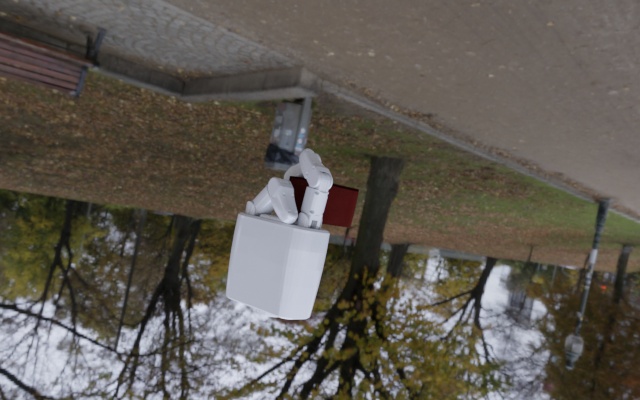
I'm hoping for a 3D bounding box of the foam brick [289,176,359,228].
[{"bbox_3d":[0.000,0.002,0.604,0.078,0.051,0.053,11,0,-41],"label":"foam brick"}]
